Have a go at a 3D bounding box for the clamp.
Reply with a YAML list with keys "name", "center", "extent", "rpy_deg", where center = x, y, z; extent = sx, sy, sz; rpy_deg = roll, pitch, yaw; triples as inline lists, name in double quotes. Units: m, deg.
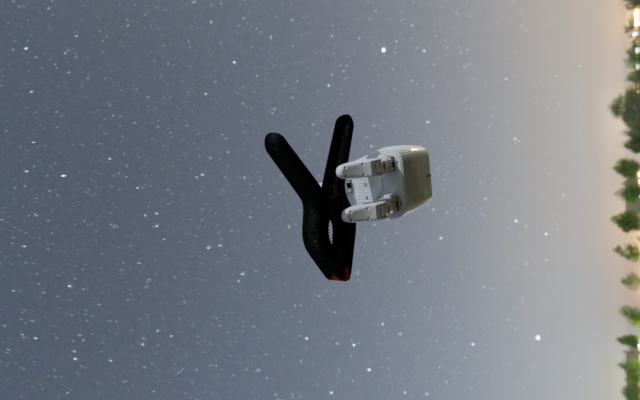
- name: "clamp"
  center: [0.000, 0.002, 0.581]
  extent: [0.036, 0.210, 0.164]
  rpy_deg: [-1, 8, 37]
